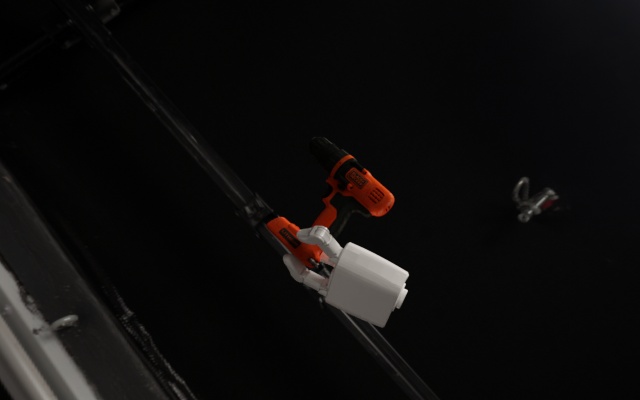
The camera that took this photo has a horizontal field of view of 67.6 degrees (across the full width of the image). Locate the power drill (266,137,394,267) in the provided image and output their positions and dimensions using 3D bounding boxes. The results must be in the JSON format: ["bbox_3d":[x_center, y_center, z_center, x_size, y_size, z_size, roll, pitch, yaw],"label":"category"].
[{"bbox_3d":[0.000,0.003,0.799,0.184,0.187,0.057,43,-2,23],"label":"power drill"}]
